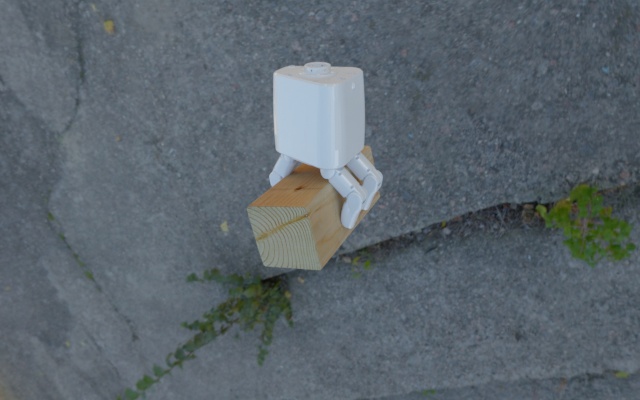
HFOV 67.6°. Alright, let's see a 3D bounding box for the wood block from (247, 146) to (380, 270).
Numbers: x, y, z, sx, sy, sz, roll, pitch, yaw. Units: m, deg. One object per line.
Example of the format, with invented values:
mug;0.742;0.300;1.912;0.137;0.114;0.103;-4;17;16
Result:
wood block;0.000;0.002;0.669;0.091;0.090;0.206;0;26;30
